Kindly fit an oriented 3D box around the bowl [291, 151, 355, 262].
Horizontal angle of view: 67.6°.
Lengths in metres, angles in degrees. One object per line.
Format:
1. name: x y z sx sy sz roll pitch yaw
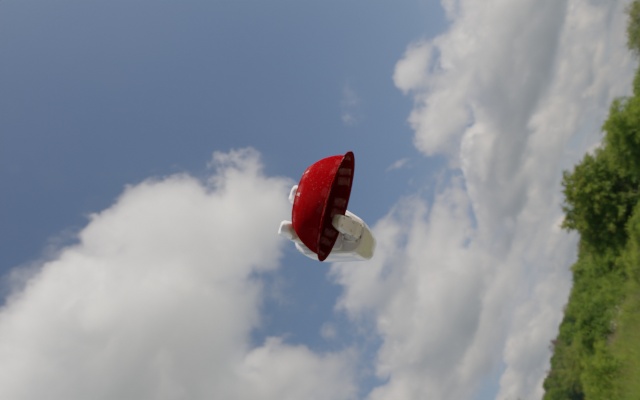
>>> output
1. bowl: 0.000 0.001 0.680 0.055 0.162 0.162 16 3 12
